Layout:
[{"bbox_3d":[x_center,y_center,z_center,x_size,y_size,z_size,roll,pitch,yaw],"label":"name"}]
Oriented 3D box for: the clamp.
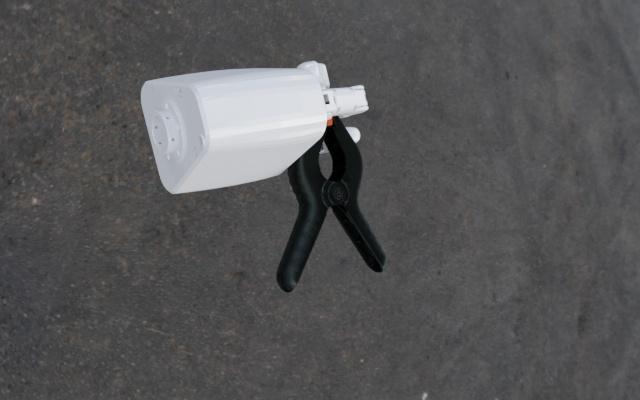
[{"bbox_3d":[0.000,0.001,0.446,0.120,0.171,0.039,-17,6,-38],"label":"clamp"}]
